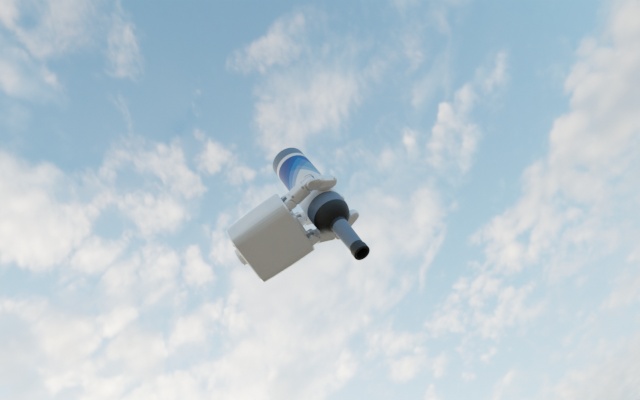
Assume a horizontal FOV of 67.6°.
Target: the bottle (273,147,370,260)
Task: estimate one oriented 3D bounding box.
[{"bbox_3d":[0.000,0.003,0.825,0.069,0.069,0.295,0,32,-30],"label":"bottle"}]
